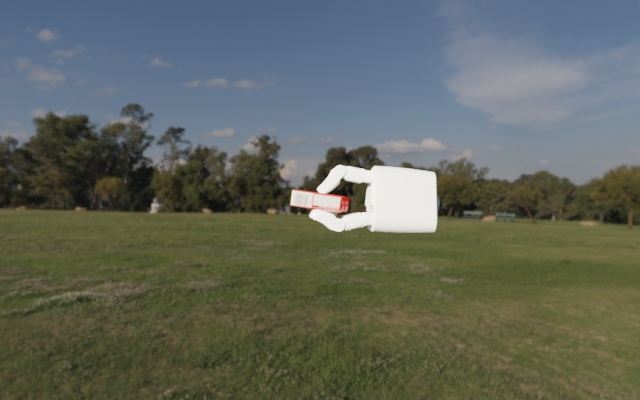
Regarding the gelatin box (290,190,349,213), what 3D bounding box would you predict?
[{"bbox_3d":[0.000,0.002,0.819,0.089,0.030,0.073,8,0,11],"label":"gelatin box"}]
